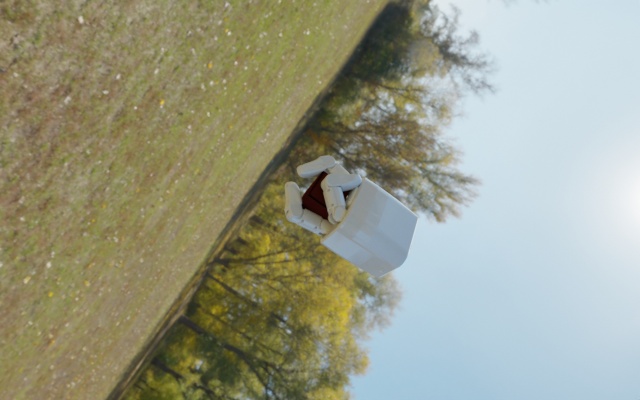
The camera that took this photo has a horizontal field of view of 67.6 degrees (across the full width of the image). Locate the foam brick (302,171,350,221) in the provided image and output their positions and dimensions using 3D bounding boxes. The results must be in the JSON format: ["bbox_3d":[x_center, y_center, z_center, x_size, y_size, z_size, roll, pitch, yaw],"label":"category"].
[{"bbox_3d":[0.000,0.002,0.724,0.051,0.053,0.078,34,-30,-6],"label":"foam brick"}]
